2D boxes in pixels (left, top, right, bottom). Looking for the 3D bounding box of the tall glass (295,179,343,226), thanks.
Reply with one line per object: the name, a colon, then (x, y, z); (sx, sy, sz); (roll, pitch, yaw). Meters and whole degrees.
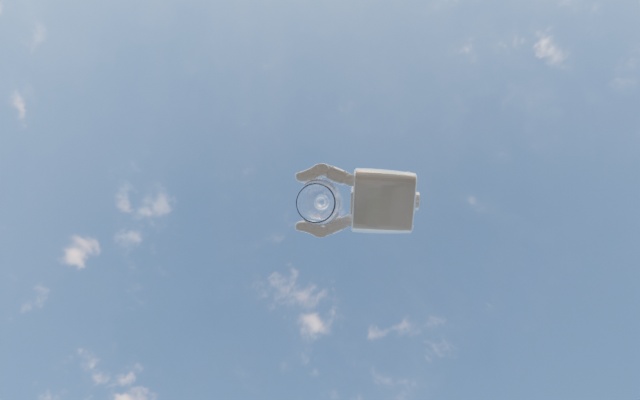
tall glass: (0.000, 0.003, 0.832); (0.079, 0.079, 0.201); (0, 1, 5)
